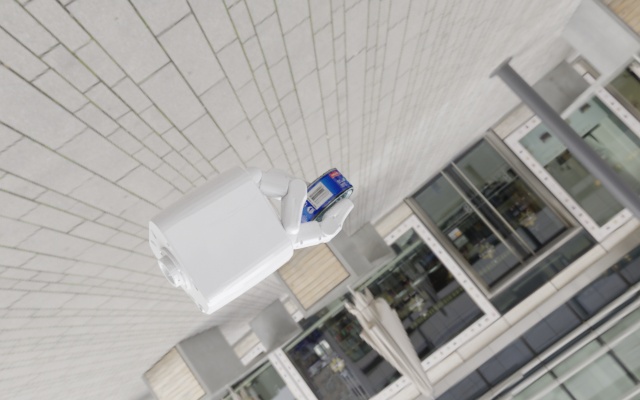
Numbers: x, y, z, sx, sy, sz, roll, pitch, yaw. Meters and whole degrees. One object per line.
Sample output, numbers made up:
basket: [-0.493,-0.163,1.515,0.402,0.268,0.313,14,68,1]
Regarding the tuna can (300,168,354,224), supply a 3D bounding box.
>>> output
tuna can: [0.001,0.002,0.581,0.086,0.033,0.086,-42,-10,-9]
